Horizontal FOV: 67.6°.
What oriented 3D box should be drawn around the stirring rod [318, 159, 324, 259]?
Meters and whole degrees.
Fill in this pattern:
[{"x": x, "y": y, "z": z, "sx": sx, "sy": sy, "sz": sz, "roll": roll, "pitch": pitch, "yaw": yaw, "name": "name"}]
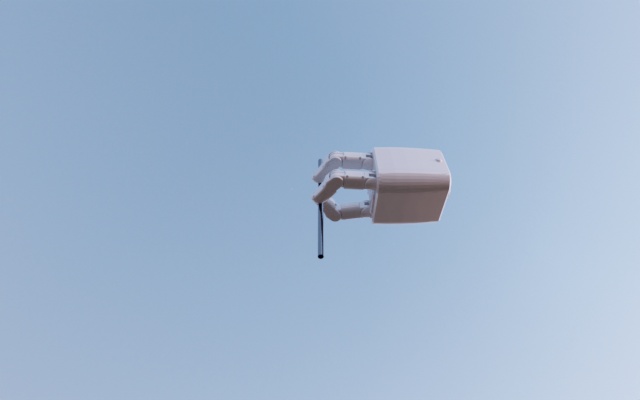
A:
[{"x": 0.000, "y": 0.002, "z": 0.704, "sx": 0.011, "sy": 0.011, "sz": 0.239, "roll": 0, "pitch": 35, "yaw": 0, "name": "stirring rod"}]
